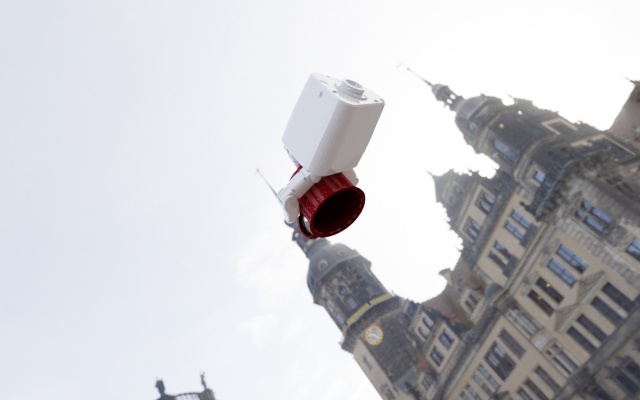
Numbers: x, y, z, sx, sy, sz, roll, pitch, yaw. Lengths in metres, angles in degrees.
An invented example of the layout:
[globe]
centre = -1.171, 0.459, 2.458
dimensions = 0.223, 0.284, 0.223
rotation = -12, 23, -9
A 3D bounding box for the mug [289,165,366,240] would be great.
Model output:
[mug]
centre = -0.001, 0.003, 0.694
dimensions = 0.093, 0.117, 0.081
rotation = 0, 38, -40
